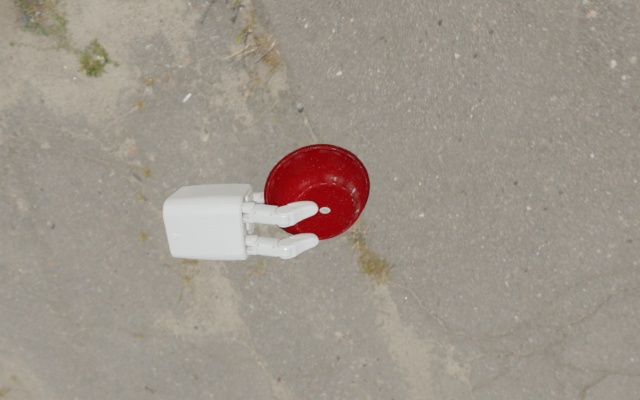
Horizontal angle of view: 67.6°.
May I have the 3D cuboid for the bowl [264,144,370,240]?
[{"bbox_3d":[0.001,0.002,0.691,0.162,0.162,0.055,0,31,-12],"label":"bowl"}]
